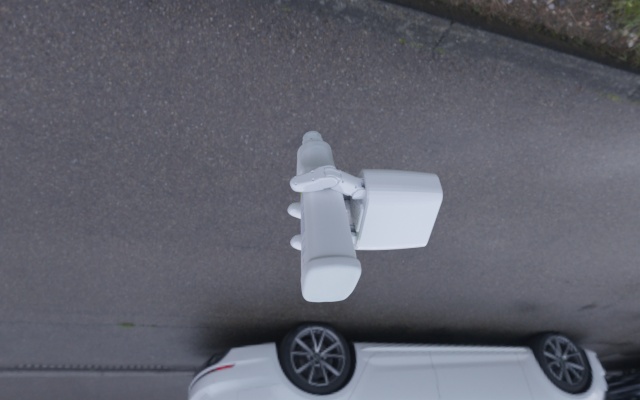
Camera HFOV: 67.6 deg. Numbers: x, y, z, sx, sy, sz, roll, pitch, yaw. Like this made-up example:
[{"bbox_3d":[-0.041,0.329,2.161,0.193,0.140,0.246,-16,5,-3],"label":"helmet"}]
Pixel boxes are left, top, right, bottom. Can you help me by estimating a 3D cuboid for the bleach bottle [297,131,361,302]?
[{"bbox_3d":[0.000,0.002,0.645,0.068,0.250,0.103,0,-35,-9],"label":"bleach bottle"}]
